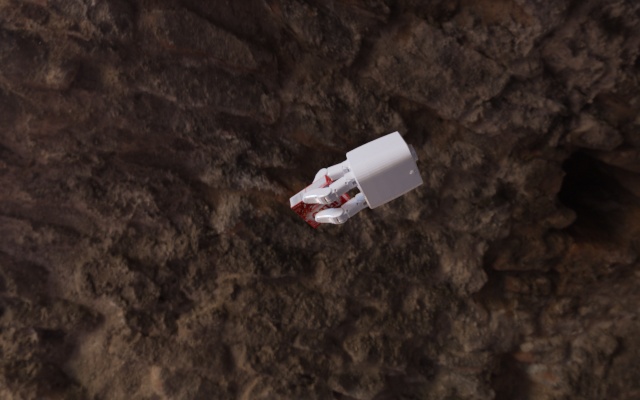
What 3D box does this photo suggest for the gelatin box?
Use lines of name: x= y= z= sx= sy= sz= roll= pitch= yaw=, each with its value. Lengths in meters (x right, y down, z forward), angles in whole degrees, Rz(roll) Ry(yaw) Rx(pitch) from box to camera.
gelatin box: x=0.000 y=0.003 z=0.886 sx=0.089 sy=0.030 sz=0.073 roll=-33 pitch=-52 yaw=19
